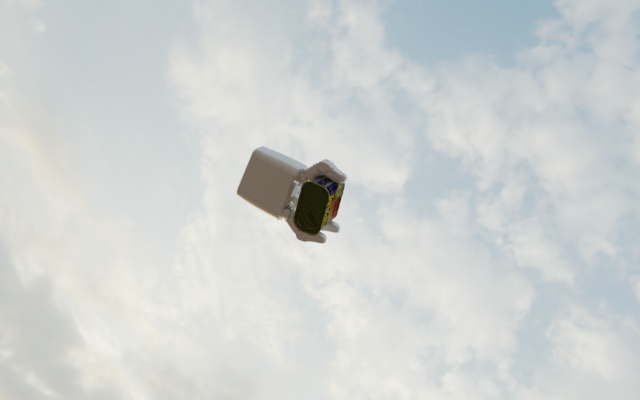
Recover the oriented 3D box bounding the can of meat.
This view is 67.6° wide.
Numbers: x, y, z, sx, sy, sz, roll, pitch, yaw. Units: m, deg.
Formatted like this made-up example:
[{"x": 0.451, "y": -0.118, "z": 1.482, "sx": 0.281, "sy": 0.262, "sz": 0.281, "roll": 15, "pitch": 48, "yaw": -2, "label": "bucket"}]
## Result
[{"x": 0.000, "y": 0.003, "z": 0.897, "sx": 0.057, "sy": 0.102, "sz": 0.084, "roll": 24, "pitch": 27, "yaw": 18, "label": "can of meat"}]
